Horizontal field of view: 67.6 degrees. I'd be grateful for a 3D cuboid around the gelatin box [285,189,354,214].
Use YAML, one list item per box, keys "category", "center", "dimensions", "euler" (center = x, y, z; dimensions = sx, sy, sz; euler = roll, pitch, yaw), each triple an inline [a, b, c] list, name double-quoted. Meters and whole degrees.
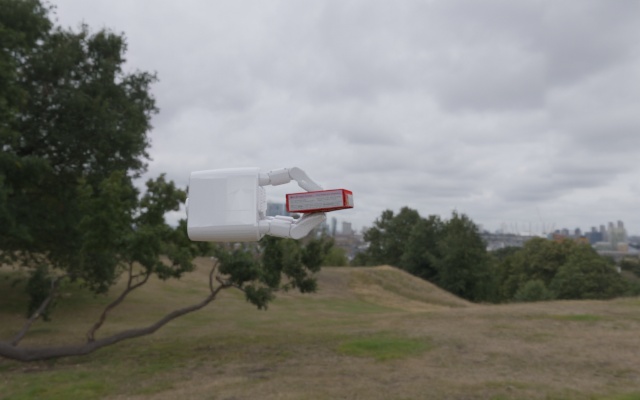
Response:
- category: "gelatin box"
  center: [0.000, 0.002, 0.714]
  dimensions: [0.089, 0.030, 0.073]
  euler: [-6, -4, 13]
